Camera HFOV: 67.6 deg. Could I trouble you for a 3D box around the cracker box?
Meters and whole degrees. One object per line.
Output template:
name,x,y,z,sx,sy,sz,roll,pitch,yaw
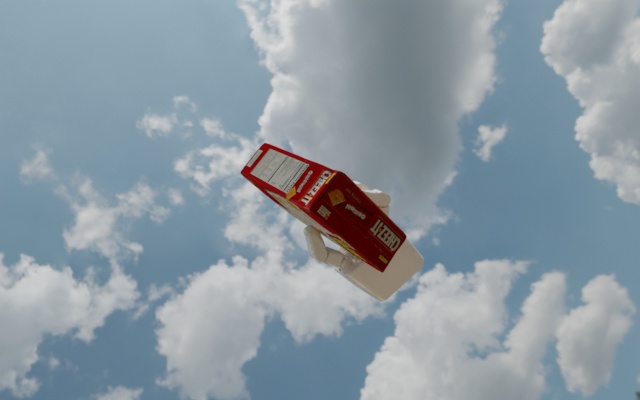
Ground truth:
cracker box,0.000,0.002,0.695,0.164,0.072,0.213,41,-8,-35
